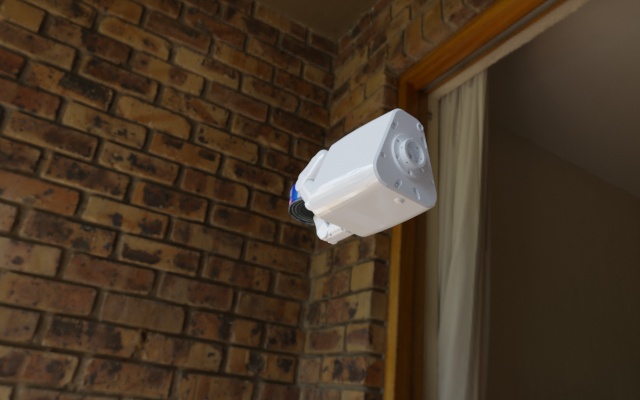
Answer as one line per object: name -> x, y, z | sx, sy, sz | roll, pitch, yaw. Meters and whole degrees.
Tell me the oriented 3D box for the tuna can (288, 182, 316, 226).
tuna can -> 0.000, 0.002, 0.652 | 0.086, 0.033, 0.086 | 2, -28, 1
